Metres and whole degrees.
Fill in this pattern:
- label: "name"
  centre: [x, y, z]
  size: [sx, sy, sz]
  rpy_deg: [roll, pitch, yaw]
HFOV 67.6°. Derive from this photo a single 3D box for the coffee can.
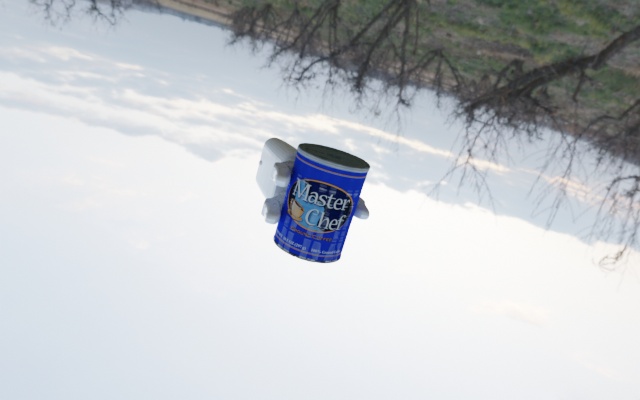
- label: "coffee can"
  centre: [0.000, 0.002, 0.668]
  size: [0.103, 0.140, 0.102]
  rpy_deg: [15, 16, -5]
